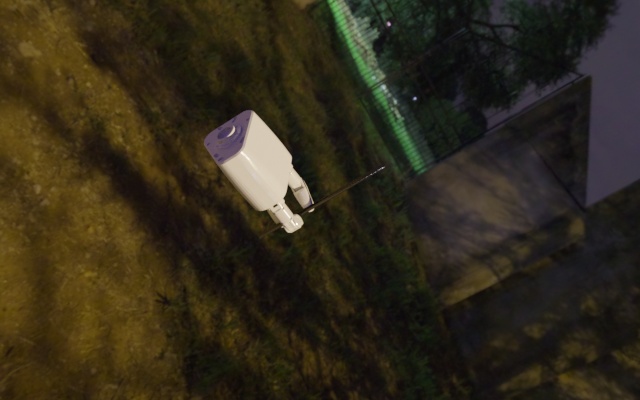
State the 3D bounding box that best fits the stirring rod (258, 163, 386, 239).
[{"bbox_3d":[0.000,0.003,0.783,0.239,0.011,0.011,-30,-6,11],"label":"stirring rod"}]
